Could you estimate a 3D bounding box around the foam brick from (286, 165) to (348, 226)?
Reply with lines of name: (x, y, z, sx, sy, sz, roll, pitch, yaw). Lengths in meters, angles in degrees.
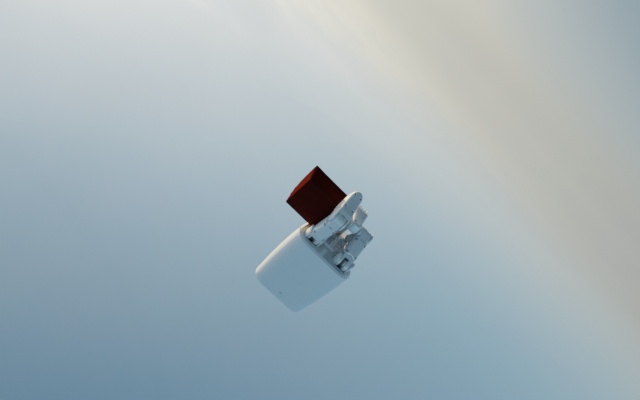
foam brick: (0.000, 0.002, 0.668, 0.051, 0.078, 0.053, -40, 11, 27)
